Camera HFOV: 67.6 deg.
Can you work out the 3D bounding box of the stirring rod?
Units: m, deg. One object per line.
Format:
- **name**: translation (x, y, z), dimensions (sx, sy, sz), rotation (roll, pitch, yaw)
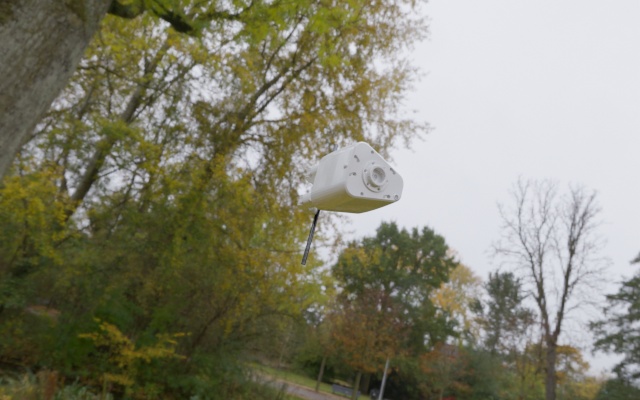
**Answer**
- **stirring rod**: translation (0.000, 0.003, 0.881), dimensions (0.011, 0.239, 0.011), rotation (14, -18, 5)
